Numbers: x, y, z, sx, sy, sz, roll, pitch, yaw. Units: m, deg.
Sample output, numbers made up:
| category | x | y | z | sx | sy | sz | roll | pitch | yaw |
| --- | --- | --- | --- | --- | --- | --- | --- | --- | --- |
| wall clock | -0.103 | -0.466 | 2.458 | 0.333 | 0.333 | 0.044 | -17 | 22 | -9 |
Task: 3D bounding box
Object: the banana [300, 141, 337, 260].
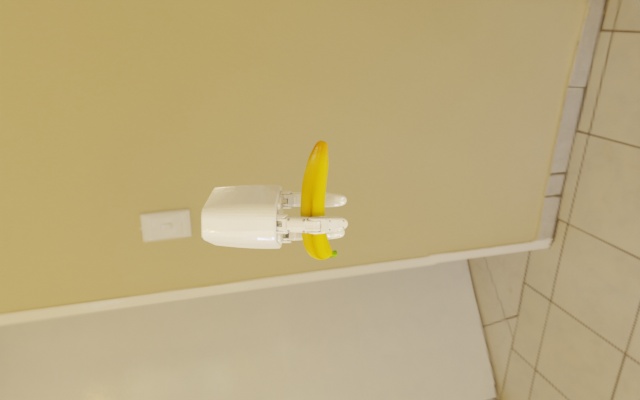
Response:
| category | x | y | z | sx | sy | sz | roll | pitch | yaw |
| --- | --- | --- | --- | --- | --- | --- | --- | --- | --- |
| banana | -0.006 | 0.014 | 0.704 | 0.037 | 0.198 | 0.069 | 6 | 28 | 19 |
